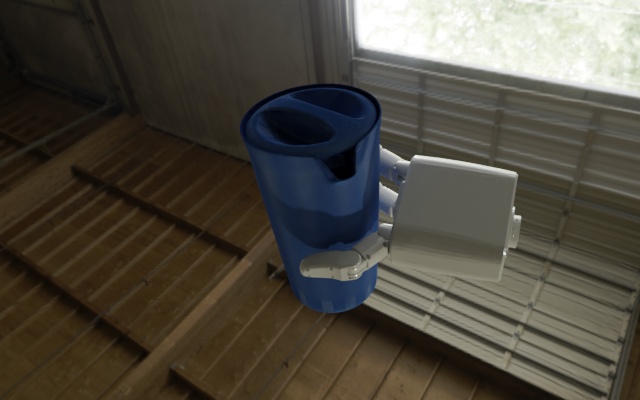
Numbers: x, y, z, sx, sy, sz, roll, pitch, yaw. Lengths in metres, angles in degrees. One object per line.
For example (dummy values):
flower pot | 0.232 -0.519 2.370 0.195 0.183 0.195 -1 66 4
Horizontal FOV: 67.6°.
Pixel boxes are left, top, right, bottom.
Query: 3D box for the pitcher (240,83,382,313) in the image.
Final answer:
pitcher | 0.000 0.002 0.526 0.145 0.243 0.149 10 43 21
